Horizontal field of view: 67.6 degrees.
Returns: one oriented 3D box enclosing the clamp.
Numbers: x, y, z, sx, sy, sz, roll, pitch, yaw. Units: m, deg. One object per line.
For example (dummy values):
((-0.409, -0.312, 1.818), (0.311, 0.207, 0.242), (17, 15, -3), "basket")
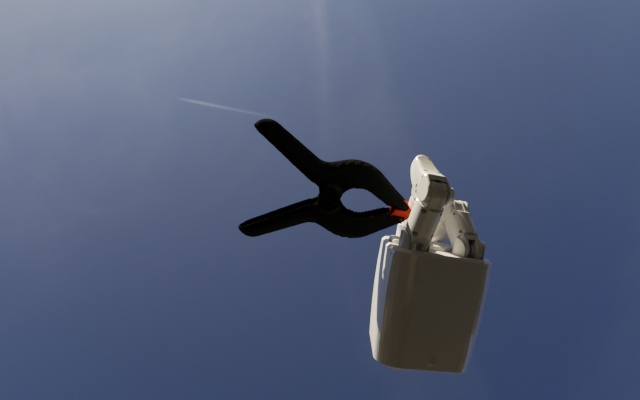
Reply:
((0.000, 0.001, 0.475), (0.171, 0.120, 0.039), (21, 24, 0), "clamp")
